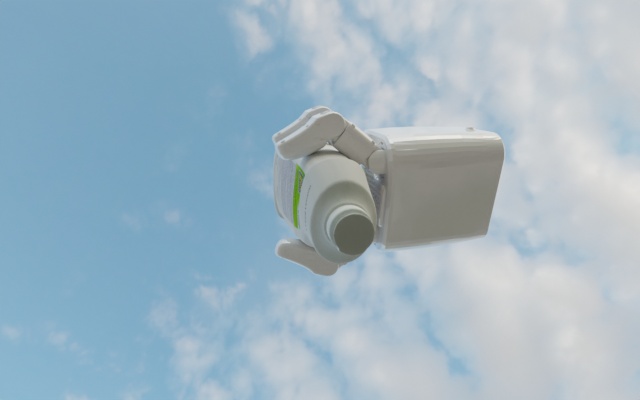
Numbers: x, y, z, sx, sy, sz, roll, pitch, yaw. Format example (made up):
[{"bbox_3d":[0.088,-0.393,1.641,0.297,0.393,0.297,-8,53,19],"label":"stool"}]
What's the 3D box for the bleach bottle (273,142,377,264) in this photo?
[{"bbox_3d":[0.000,0.001,0.433,0.068,0.102,0.250,-3,14,-10],"label":"bleach bottle"}]
